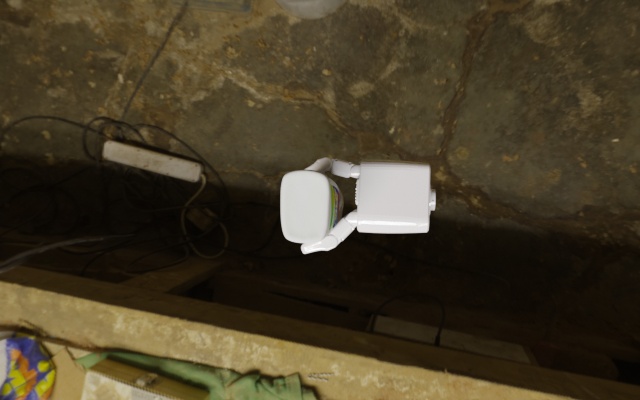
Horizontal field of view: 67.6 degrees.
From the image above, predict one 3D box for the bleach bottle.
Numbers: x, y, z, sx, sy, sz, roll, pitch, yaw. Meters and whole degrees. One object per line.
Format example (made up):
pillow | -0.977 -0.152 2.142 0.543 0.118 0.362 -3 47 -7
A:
bleach bottle | 0.000 0.003 0.754 0.068 0.102 0.251 2 4 10
